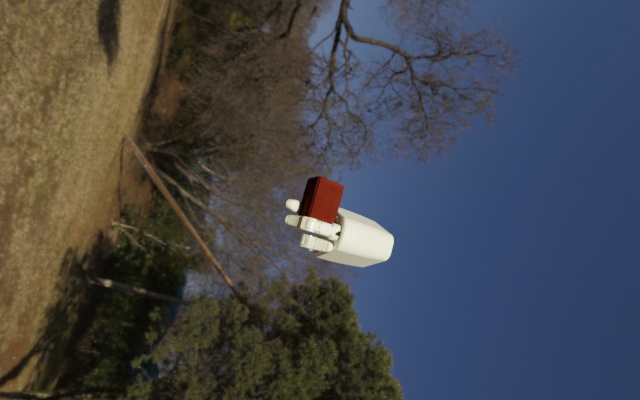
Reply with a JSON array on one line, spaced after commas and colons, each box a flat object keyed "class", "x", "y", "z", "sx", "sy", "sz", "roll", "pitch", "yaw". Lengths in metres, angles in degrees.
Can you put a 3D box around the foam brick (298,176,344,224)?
[{"class": "foam brick", "x": 0.000, "y": 0.002, "z": 0.837, "sx": 0.051, "sy": 0.078, "sz": 0.053, "roll": 18, "pitch": -7, "yaw": -22}]
